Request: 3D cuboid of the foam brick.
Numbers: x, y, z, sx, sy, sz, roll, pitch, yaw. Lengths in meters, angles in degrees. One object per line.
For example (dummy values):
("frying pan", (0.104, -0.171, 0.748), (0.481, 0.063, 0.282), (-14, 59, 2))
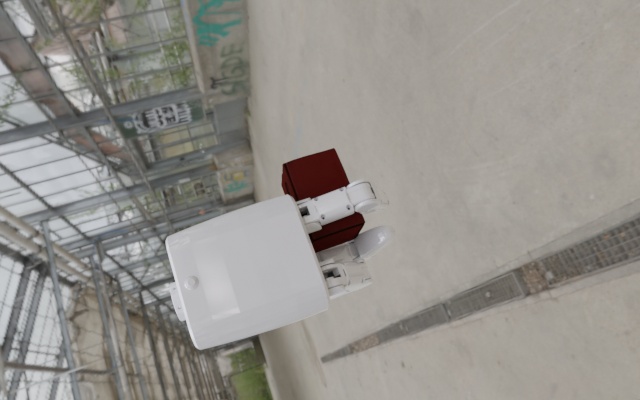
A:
("foam brick", (0.000, 0.001, 0.436), (0.051, 0.078, 0.053), (-18, -18, -11))
